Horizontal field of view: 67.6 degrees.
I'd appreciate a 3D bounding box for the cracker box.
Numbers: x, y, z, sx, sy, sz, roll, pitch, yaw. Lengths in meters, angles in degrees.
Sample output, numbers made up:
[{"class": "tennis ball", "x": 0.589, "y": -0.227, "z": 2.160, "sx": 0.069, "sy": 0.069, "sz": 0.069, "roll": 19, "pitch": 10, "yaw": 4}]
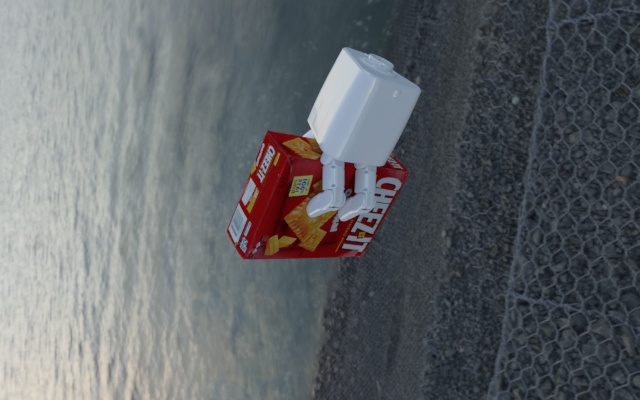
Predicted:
[{"class": "cracker box", "x": 0.000, "y": 0.002, "z": 0.661, "sx": 0.214, "sy": 0.164, "sz": 0.072, "roll": 4, "pitch": 34, "yaw": -38}]
